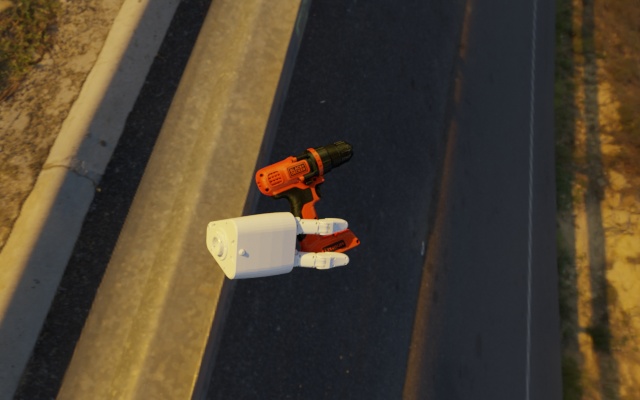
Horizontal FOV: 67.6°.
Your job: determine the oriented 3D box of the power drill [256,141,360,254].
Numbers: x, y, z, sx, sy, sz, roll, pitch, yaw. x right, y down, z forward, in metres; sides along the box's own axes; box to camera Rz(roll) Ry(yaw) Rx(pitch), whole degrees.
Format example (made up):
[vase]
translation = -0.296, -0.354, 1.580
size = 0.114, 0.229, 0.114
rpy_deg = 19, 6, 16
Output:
[power drill]
translation = 0.000, 0.003, 0.833
size = 0.184, 0.187, 0.057
rpy_deg = -22, 3, -18
